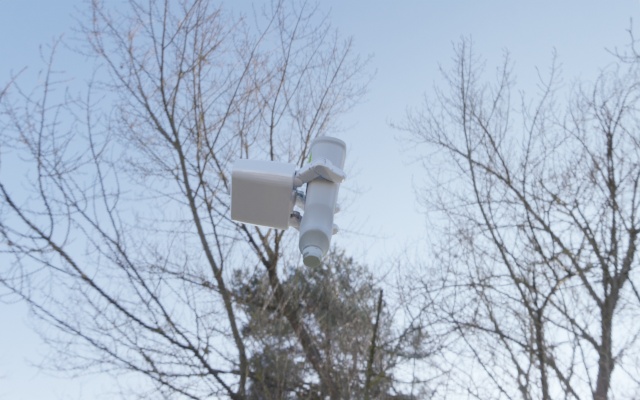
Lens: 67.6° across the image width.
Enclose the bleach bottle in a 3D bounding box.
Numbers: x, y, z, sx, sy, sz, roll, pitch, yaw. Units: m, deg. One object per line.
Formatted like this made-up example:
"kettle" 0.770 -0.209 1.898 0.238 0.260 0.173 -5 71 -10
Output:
"bleach bottle" 0.000 0.003 0.815 0.068 0.103 0.250 9 43 0
